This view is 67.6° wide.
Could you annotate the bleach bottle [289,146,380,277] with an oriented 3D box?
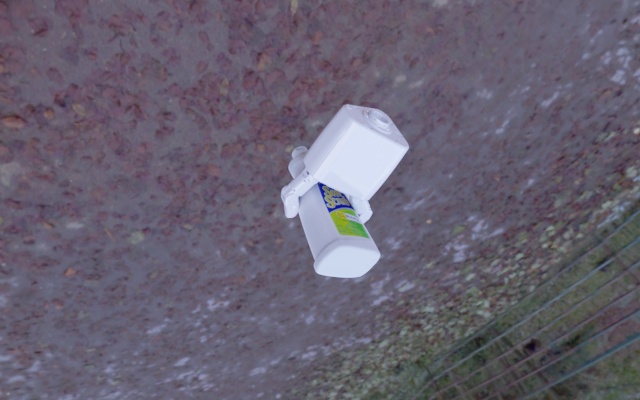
[{"bbox_3d":[0.000,0.003,0.756,0.102,0.250,0.068,13,-53,-39],"label":"bleach bottle"}]
